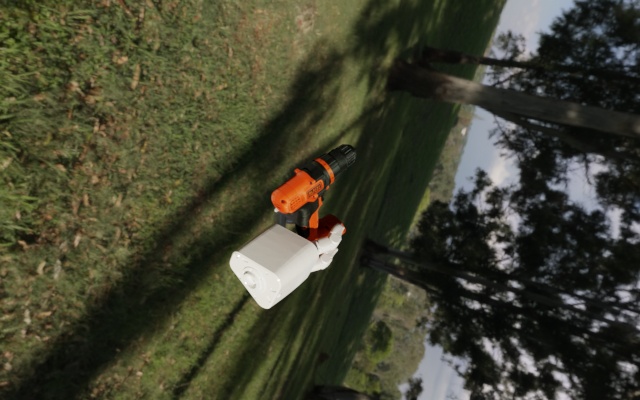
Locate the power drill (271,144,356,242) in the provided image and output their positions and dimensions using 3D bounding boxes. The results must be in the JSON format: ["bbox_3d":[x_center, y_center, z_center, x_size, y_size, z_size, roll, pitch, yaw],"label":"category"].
[{"bbox_3d":[0.000,0.003,0.885,0.184,0.188,0.057,-36,50,-23],"label":"power drill"}]
